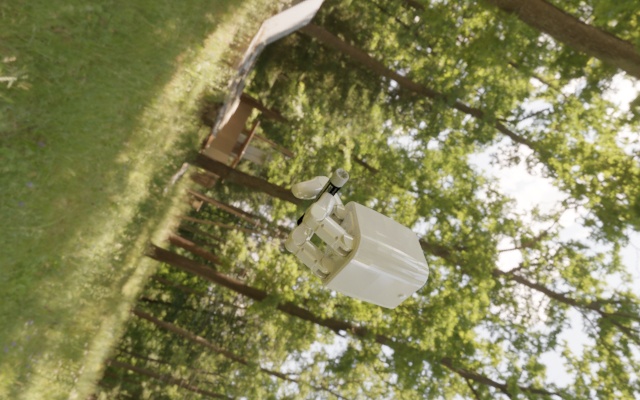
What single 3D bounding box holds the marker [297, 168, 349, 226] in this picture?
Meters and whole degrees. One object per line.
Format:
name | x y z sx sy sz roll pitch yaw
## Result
marker | 0.000 0.002 0.633 0.020 0.020 0.121 0 -35 -34
